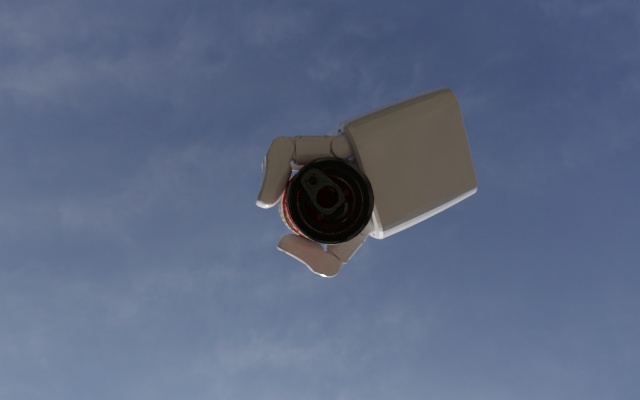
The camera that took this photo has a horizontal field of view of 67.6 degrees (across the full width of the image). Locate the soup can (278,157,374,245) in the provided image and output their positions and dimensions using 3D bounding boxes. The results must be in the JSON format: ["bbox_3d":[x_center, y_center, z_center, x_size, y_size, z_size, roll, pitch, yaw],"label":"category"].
[{"bbox_3d":[0.000,0.002,0.415,0.068,0.068,0.102,0,-2,-10],"label":"soup can"}]
